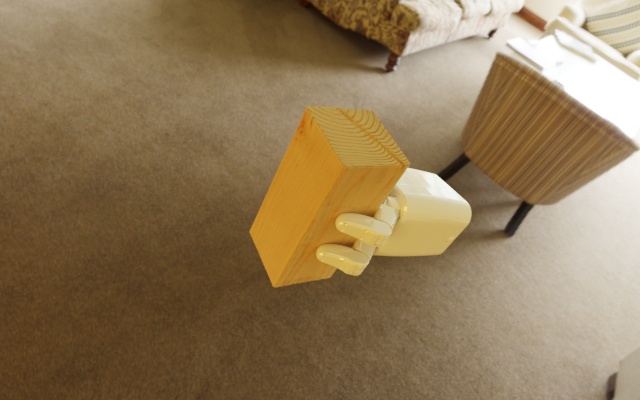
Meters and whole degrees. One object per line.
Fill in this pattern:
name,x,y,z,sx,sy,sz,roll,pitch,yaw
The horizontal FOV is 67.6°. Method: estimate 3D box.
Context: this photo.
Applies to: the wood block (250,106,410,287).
wood block,0.000,0.001,0.554,0.090,0.090,0.206,-4,-40,-34
